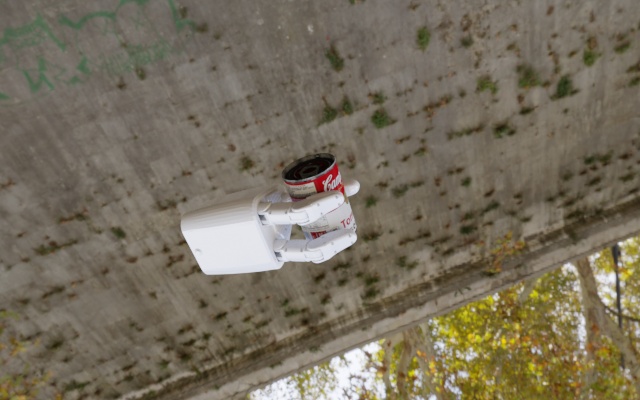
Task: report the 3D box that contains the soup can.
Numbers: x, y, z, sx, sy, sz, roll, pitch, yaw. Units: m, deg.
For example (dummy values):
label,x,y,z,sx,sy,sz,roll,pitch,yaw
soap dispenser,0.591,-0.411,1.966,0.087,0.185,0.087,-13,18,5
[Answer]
label,x,y,z,sx,sy,sz,roll,pitch,yaw
soup can,0.001,0.002,0.591,0.068,0.102,0.068,-15,27,8
